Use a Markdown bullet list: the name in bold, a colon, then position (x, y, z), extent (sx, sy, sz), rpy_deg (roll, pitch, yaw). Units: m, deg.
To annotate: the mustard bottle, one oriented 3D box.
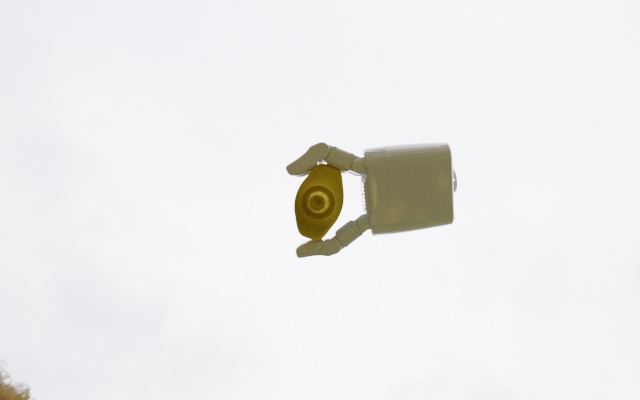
- **mustard bottle**: position (0.000, 0.002, 0.615), extent (0.058, 0.096, 0.191), rpy_deg (18, 1, 1)
